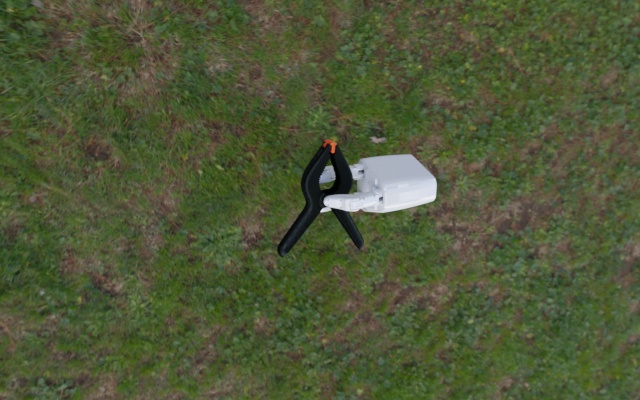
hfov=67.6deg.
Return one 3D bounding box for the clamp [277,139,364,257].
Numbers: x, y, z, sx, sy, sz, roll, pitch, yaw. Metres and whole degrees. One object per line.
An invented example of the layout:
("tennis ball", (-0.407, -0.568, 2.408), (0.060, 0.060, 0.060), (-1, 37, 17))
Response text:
("clamp", (0.001, 0.002, 0.820), (0.164, 0.210, 0.036), (-10, 21, -22))
